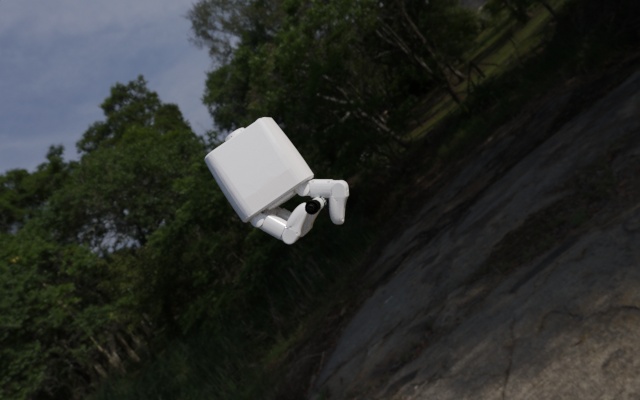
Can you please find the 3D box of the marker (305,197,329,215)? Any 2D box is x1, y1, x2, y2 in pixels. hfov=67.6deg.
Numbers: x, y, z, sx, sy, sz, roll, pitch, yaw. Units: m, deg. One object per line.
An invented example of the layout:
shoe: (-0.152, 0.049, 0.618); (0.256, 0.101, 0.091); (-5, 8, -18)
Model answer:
marker: (0.000, 0.002, 0.661); (0.020, 0.020, 0.121); (0, 7, 13)
